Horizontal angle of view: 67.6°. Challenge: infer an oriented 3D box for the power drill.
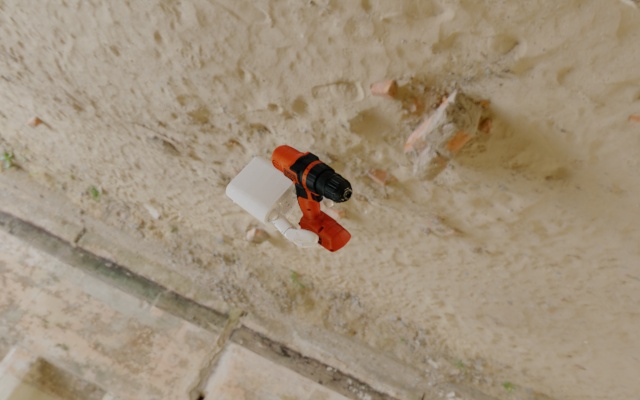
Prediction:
[{"bbox_3d":[0.000,0.003,0.833,0.057,0.188,0.184,-36,45,-21],"label":"power drill"}]
